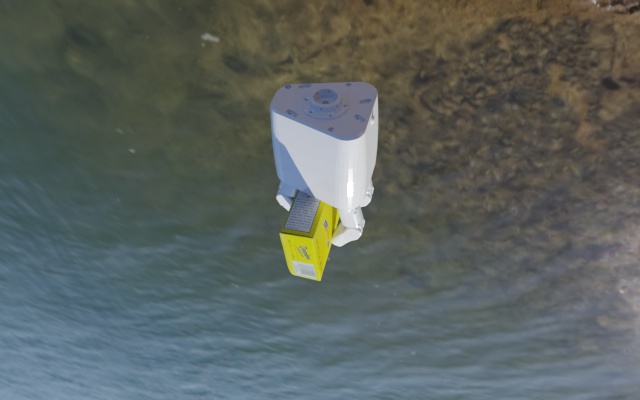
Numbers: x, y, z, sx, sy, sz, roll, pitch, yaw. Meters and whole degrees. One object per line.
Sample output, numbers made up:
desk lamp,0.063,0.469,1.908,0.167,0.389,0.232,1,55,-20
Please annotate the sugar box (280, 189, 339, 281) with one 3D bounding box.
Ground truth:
sugar box,0.001,0.002,0.608,0.048,0.176,0.093,10,-38,15
